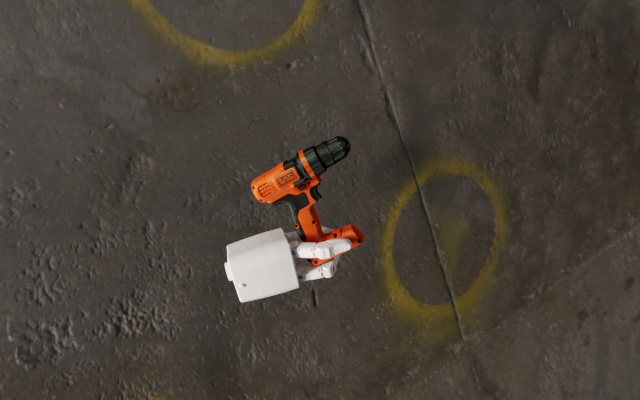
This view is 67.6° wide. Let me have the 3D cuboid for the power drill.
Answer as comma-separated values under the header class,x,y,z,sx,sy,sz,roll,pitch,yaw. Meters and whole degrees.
class,x,y,z,sx,sy,sz,roll,pitch,yaw
power drill,0.000,0.003,0.822,0.184,0.188,0.057,-27,10,11
